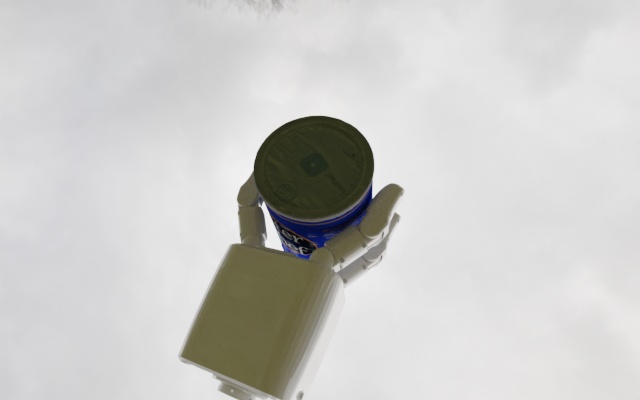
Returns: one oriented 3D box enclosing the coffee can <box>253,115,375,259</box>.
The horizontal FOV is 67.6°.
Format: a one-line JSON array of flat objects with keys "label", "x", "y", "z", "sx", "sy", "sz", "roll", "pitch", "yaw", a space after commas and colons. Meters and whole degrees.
[{"label": "coffee can", "x": 0.000, "y": 0.001, "z": 0.461, "sx": 0.103, "sy": 0.102, "sz": 0.140, "roll": 0, "pitch": -28, "yaw": 6}]
